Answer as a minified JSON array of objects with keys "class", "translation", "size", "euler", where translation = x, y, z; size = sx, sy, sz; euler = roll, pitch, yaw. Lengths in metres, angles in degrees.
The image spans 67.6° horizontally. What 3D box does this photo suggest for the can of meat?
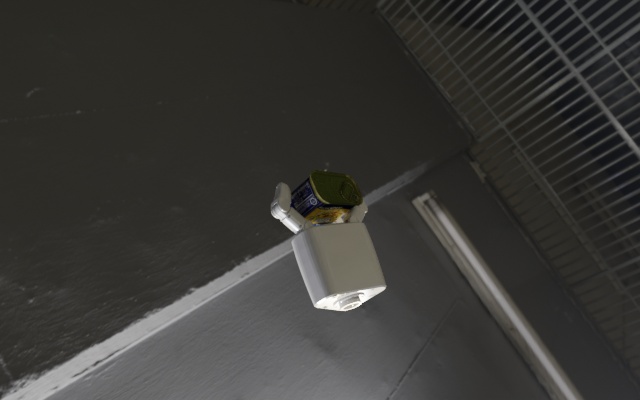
[{"class":"can of meat","translation":[0.000,0.003,0.737],"size":[0.102,0.057,0.084],"euler":[4,-34,-46]}]
